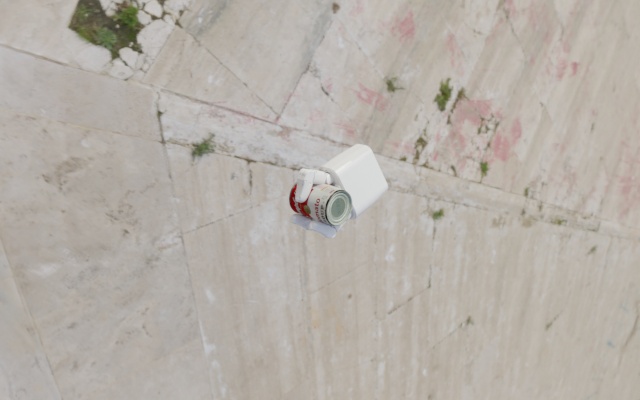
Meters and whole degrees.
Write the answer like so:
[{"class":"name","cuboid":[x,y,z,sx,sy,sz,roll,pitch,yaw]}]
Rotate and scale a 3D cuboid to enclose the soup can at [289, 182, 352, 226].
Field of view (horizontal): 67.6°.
[{"class":"soup can","cuboid":[0.000,0.003,0.875,0.068,0.068,0.102,0,13,-44]}]
